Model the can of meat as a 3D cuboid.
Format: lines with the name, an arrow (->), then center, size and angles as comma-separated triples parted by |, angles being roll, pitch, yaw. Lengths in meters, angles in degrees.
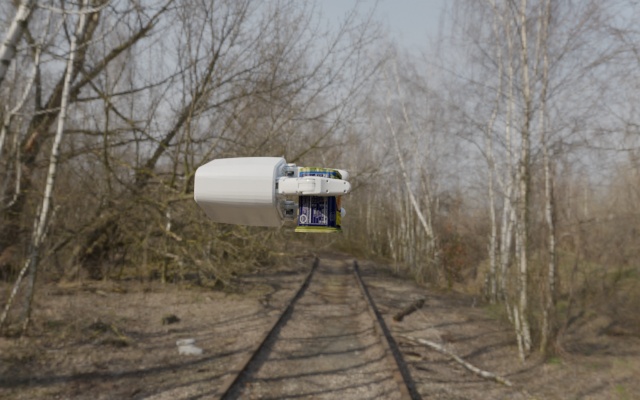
can of meat -> 0.000, 0.002, 0.654 | 0.057, 0.084, 0.102 | 1, -4, 7
